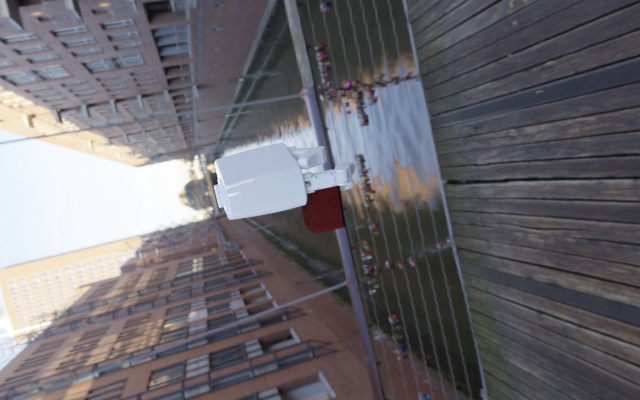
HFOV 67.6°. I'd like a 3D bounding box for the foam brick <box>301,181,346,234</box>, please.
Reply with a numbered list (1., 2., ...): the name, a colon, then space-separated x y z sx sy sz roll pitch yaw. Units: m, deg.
1. foam brick: 0.000 0.003 0.706 0.051 0.078 0.053 -14 18 -15
